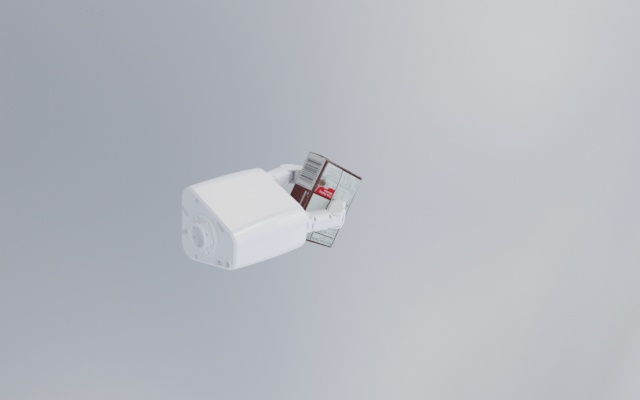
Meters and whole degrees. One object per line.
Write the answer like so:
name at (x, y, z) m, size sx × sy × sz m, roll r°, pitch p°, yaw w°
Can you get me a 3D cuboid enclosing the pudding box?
pudding box at (0.000, 0.002, 0.653) m, size 0.039 × 0.113 × 0.090 m, roll 28°, pitch 3°, yaw 38°
